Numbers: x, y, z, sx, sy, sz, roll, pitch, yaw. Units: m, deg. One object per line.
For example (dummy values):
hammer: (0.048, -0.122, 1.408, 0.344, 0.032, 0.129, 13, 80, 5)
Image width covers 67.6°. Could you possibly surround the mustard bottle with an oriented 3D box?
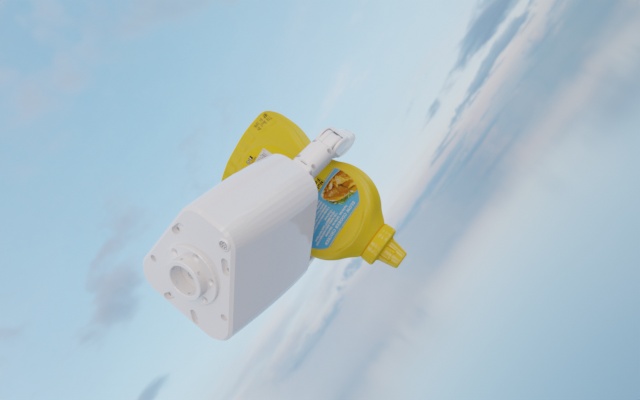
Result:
mustard bottle: (0.000, 0.001, 0.464, 0.191, 0.096, 0.058, 36, 13, 12)
